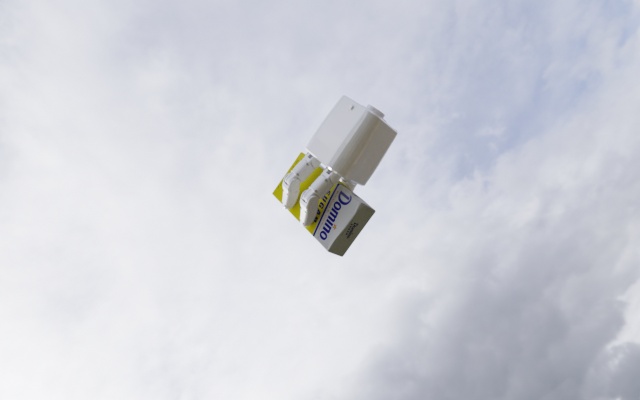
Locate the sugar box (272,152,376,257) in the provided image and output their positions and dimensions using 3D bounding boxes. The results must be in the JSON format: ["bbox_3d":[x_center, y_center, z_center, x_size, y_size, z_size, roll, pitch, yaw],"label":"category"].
[{"bbox_3d":[0.000,0.002,0.778,0.048,0.093,0.176,27,11,-45],"label":"sugar box"}]
